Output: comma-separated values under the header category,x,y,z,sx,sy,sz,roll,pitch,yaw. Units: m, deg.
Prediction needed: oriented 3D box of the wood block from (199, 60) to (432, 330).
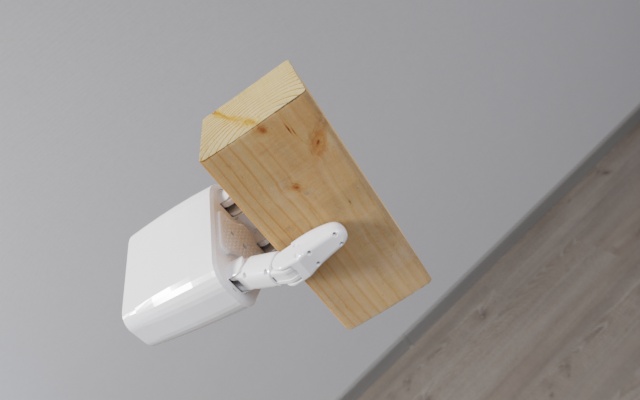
category,x,y,z,sx,sy,sz,roll,pitch,yaw
wood block,0.000,0.002,0.405,0.090,0.206,0.090,-33,30,8
